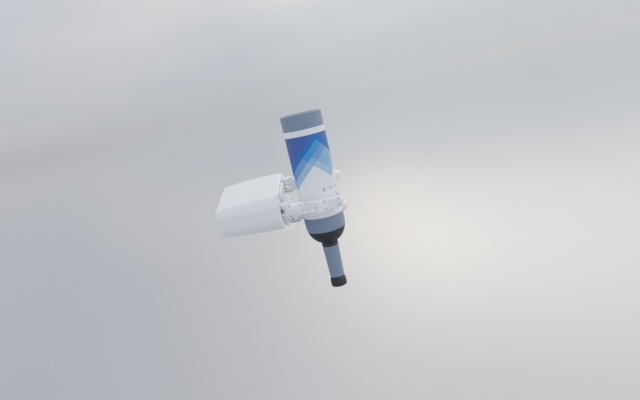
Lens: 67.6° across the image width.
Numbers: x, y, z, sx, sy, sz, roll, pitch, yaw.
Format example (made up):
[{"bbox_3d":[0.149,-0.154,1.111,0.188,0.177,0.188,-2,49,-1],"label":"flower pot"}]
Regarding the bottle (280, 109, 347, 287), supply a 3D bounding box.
[{"bbox_3d":[0.000,0.002,0.784,0.069,0.296,0.069,-12,13,3],"label":"bottle"}]
